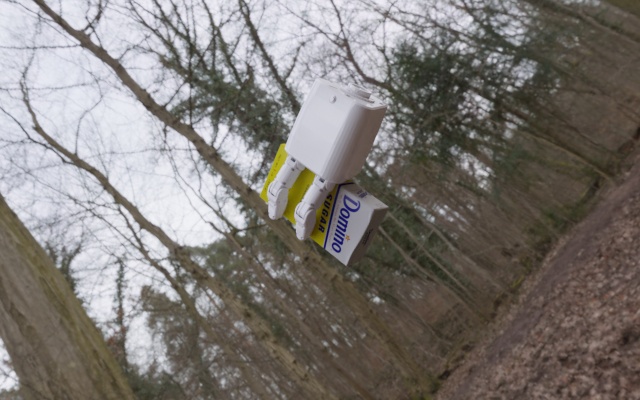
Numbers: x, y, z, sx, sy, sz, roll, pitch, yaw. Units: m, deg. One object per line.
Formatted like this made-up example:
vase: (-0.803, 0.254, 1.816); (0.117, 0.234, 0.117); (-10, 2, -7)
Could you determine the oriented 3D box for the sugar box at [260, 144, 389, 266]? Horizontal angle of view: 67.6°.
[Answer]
sugar box: (0.000, 0.002, 0.669); (0.176, 0.093, 0.048); (37, 25, 28)
